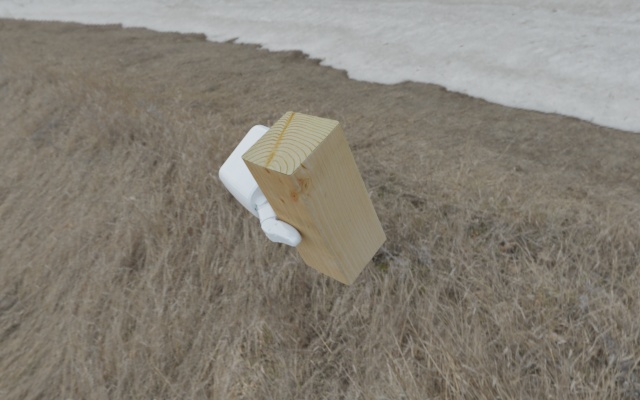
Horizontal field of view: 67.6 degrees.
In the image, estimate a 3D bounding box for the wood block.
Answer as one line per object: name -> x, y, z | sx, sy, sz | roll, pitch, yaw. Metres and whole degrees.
wood block -> 0.000, 0.002, 0.604 | 0.090, 0.090, 0.206 | 21, -30, 41
